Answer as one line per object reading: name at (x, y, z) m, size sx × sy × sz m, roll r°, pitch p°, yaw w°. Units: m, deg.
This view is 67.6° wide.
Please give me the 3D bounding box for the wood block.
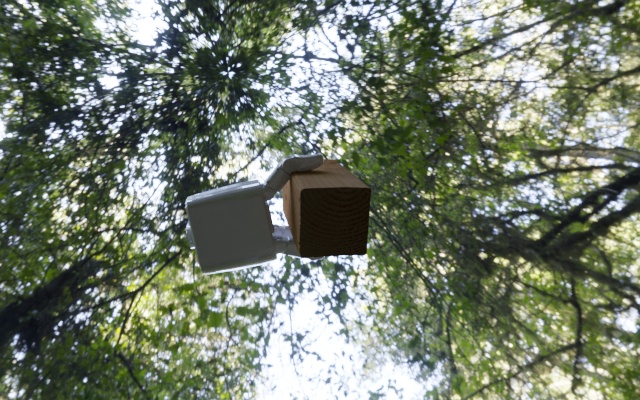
wood block at (0.000, 0.002, 0.685) m, size 0.090 × 0.091 × 0.206 m, roll -1°, pitch 15°, yaw -11°
